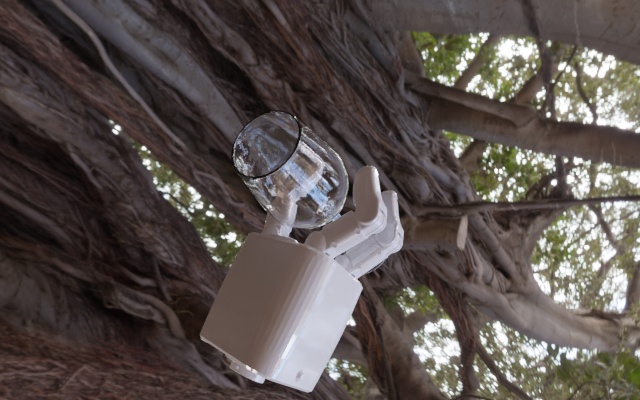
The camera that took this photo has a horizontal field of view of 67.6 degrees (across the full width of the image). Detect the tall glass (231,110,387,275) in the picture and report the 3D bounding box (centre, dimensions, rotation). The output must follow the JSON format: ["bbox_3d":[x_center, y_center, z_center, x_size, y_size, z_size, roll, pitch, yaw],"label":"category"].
[{"bbox_3d":[0.000,0.002,0.440,0.079,0.079,0.201,0,-27,28],"label":"tall glass"}]
